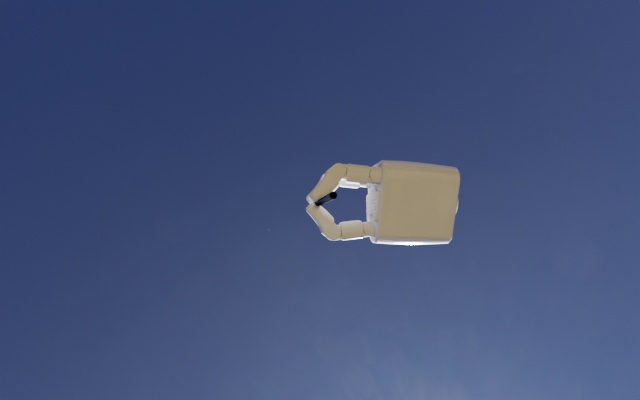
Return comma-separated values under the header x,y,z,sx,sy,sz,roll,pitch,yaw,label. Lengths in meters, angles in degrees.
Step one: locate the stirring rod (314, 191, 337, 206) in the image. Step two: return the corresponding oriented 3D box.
x,y,z,sx,sy,sz,roll,pitch,yaw,label
0.000,0.002,0.608,0.011,0.011,0.239,0,-4,-6,stirring rod
